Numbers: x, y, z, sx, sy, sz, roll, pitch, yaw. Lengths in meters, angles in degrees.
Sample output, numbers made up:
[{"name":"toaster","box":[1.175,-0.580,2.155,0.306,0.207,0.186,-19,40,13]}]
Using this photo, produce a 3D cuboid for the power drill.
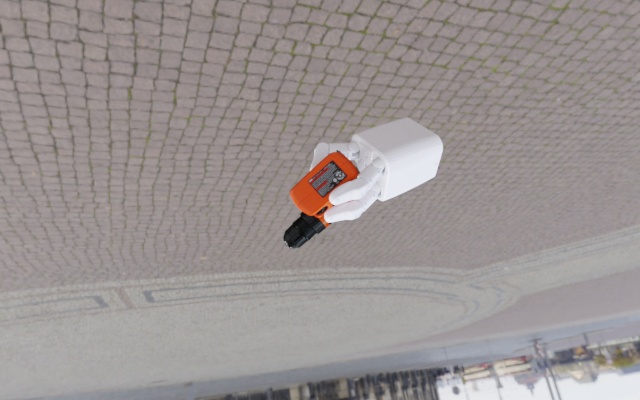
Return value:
[{"name":"power drill","box":[0.000,0.002,0.789,0.184,0.057,0.188,-44,-11,-5]}]
